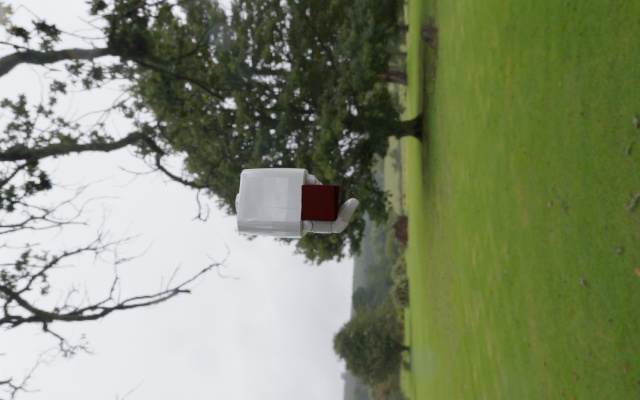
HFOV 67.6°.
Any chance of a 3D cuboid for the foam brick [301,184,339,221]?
[{"bbox_3d":[0.000,0.002,0.723,0.051,0.053,0.078,2,2,5],"label":"foam brick"}]
